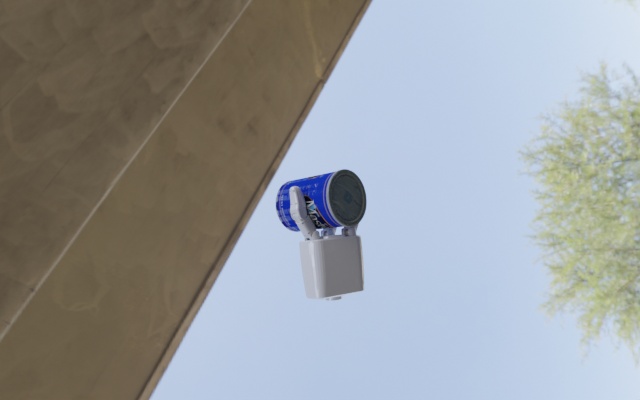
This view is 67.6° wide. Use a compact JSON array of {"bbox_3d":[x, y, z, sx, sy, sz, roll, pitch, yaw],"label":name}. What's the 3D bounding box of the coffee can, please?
[{"bbox_3d":[0.000,0.003,0.892,0.140,0.103,0.103,-9,-6,44],"label":"coffee can"}]
